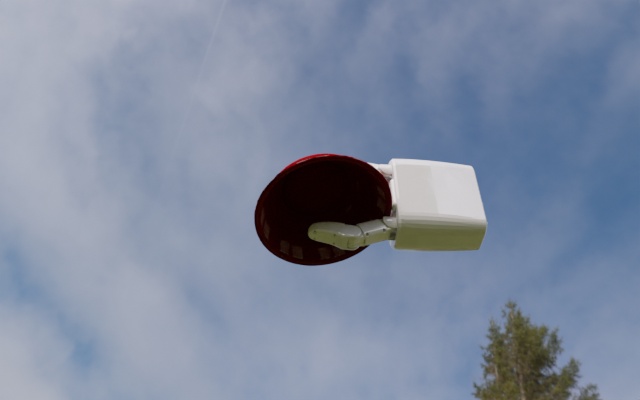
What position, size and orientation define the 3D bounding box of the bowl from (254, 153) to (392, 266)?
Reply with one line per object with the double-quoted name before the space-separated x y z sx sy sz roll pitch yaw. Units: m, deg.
"bowl" -0.001 0.001 0.566 0.162 0.162 0.055 0 37 -14
